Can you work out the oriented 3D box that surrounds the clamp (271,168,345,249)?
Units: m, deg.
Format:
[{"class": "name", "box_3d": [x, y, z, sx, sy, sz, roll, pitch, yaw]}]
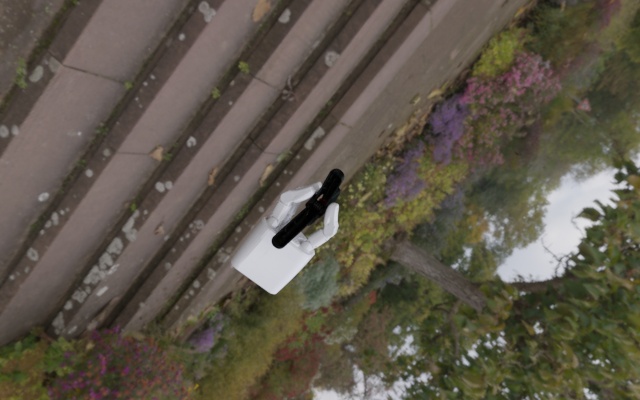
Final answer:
[{"class": "clamp", "box_3d": [0.001, 0.003, 0.846, 0.036, 0.164, 0.210, 43, 16, 5]}]
